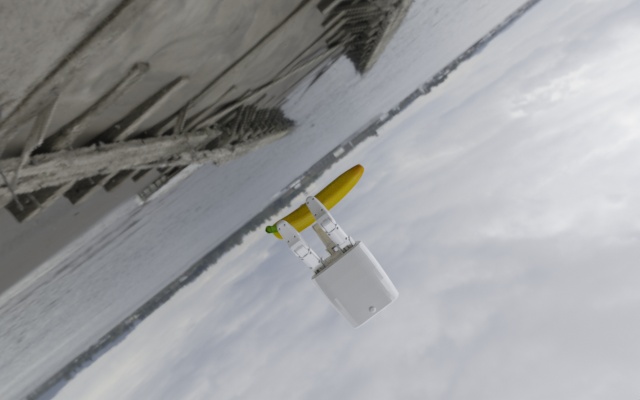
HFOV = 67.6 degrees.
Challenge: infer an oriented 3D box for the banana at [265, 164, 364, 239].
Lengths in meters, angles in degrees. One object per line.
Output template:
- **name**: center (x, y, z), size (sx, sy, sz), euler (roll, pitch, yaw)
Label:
- **banana**: center (-0.007, 0.009, 0.784), size (0.197, 0.037, 0.070), euler (-36, -5, -20)
